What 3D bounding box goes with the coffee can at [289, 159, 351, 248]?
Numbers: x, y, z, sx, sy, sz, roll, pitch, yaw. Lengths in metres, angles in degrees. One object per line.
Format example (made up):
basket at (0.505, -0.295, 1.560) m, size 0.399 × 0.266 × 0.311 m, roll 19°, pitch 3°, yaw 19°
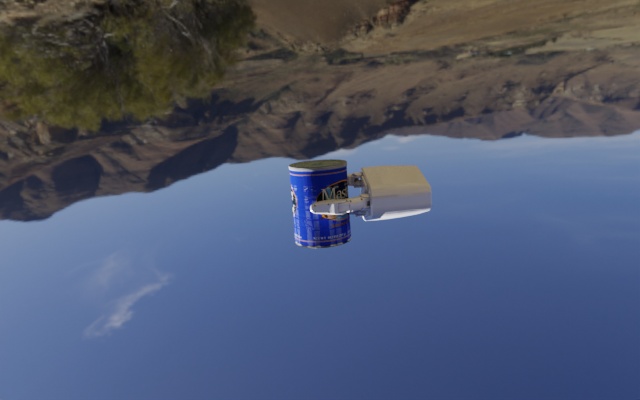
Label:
coffee can at (0.000, 0.003, 0.849) m, size 0.103 × 0.140 × 0.103 m, roll -4°, pitch 11°, yaw 1°
